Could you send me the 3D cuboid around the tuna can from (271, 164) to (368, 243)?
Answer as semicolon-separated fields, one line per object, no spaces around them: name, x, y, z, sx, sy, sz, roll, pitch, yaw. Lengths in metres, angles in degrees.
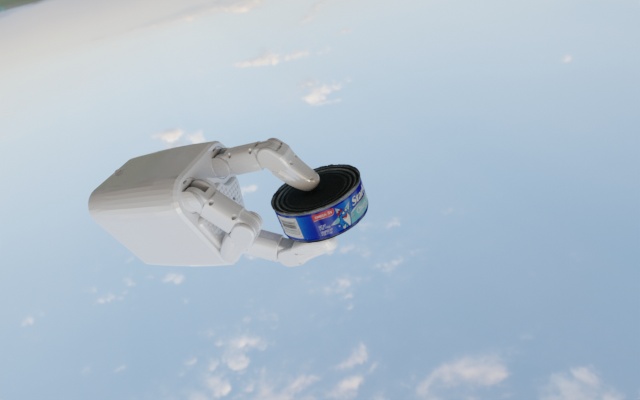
tuna can;0.000;0.002;0.440;0.086;0.034;0.086;-17;27;9
